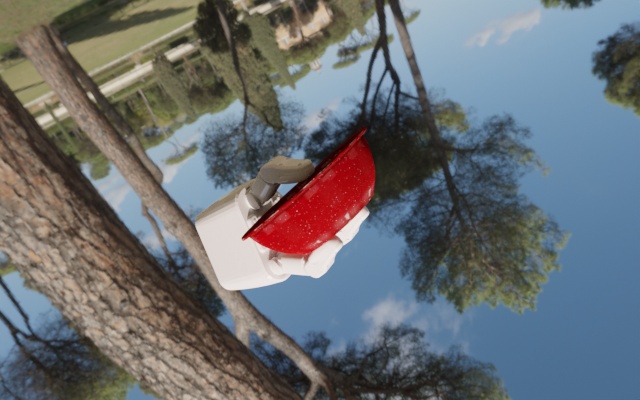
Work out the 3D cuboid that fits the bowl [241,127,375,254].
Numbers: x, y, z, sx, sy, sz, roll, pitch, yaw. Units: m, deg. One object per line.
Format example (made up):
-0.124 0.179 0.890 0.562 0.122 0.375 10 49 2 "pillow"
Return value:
0.001 0.002 0.466 0.162 0.055 0.162 -42 5 4 "bowl"
